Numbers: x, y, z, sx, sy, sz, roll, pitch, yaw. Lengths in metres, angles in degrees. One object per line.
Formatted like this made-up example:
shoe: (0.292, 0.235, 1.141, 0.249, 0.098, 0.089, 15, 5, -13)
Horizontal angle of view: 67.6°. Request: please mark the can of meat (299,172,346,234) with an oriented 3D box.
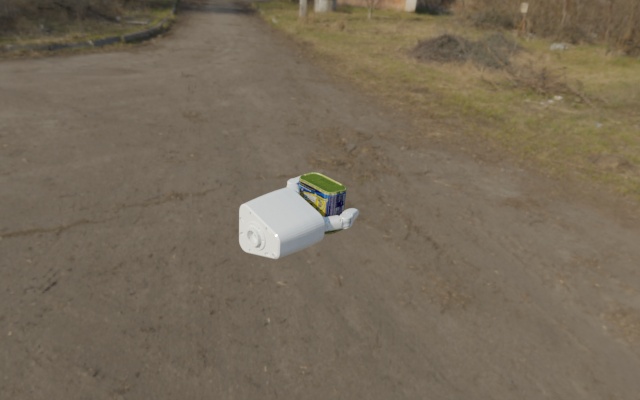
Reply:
can of meat: (0.000, 0.003, 0.900, 0.057, 0.084, 0.102, -19, 34, -40)
